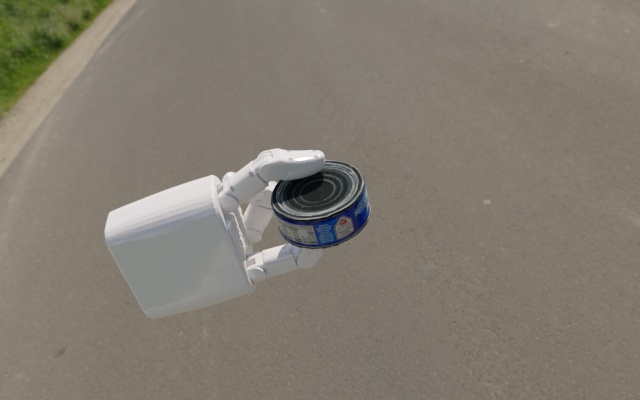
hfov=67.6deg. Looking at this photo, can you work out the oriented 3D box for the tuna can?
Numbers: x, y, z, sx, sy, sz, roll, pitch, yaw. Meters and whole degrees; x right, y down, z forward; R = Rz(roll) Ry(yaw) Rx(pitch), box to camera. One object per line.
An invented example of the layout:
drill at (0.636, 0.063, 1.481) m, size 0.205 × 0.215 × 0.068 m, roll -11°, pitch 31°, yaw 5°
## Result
tuna can at (0.000, 0.001, 0.424) m, size 0.086 × 0.034 × 0.086 m, roll -9°, pitch 38°, yaw 7°
